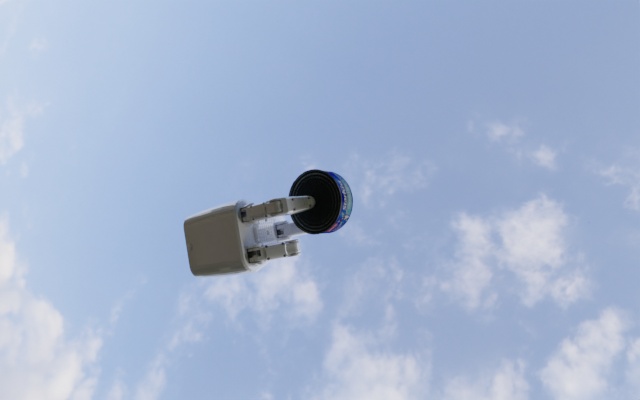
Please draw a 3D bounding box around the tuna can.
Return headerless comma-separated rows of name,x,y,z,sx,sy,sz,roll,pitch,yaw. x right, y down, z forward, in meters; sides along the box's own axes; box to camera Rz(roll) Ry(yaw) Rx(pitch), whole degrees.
tuna can,0.000,0.002,0.638,0.086,0.086,0.034,0,-1,35
